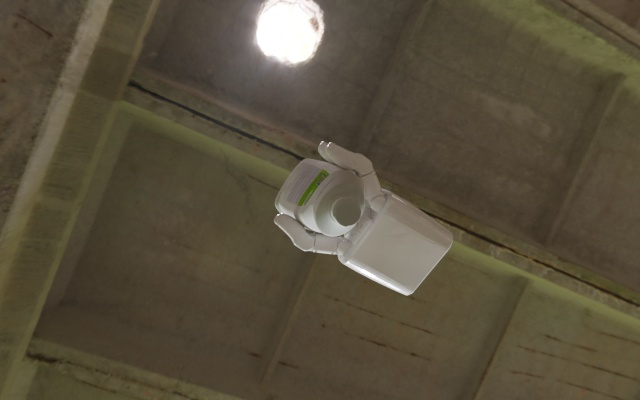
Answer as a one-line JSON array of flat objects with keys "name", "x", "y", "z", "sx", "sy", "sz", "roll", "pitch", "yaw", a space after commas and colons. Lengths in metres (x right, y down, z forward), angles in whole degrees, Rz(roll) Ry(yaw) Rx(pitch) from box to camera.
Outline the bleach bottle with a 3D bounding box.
[{"name": "bleach bottle", "x": 0.000, "y": 0.002, "z": 0.618, "sx": 0.068, "sy": 0.102, "sz": 0.251, "roll": 31, "pitch": 2, "yaw": -14}]
